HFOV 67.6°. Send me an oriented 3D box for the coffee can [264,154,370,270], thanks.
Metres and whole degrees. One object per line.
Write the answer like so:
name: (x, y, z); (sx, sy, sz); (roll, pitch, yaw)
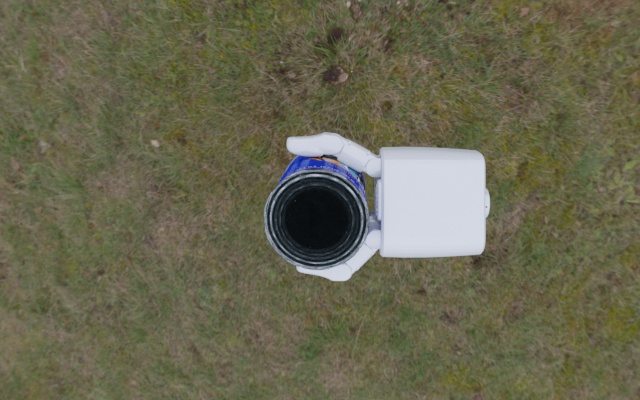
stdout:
coffee can: (0.000, 0.002, 0.524); (0.103, 0.103, 0.140); (0, 15, 4)
